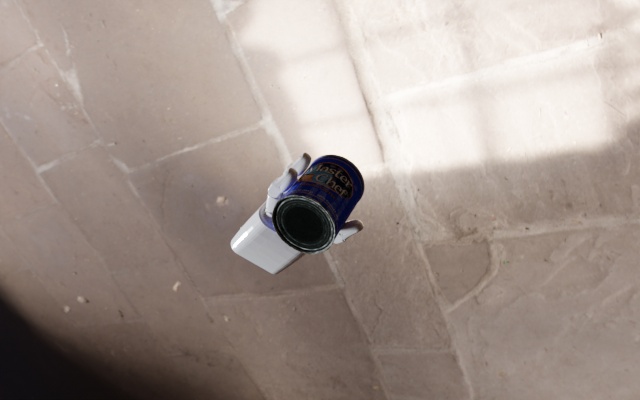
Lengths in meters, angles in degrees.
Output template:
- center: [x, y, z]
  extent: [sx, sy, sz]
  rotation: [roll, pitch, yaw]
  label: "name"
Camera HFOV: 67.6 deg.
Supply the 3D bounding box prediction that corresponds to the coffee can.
- center: [0.000, 0.002, 0.751]
  extent: [0.103, 0.103, 0.140]
  rotation: [0, 30, 25]
  label: "coffee can"
